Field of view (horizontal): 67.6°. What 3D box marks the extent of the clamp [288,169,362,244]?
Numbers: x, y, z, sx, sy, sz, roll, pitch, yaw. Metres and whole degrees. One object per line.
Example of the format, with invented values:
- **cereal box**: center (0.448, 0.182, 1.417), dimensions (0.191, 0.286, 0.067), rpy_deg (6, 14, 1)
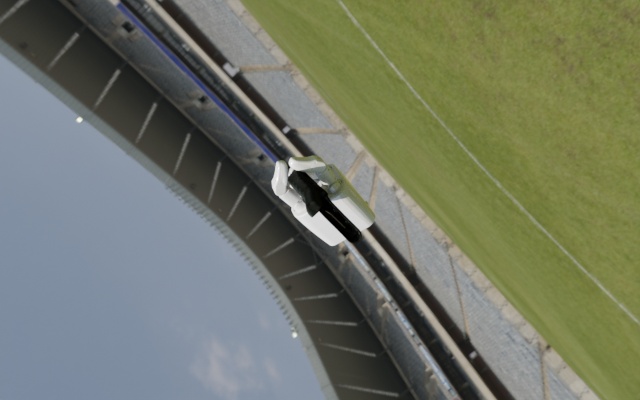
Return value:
- **clamp**: center (0.000, 0.003, 0.762), dimensions (0.120, 0.039, 0.171), rpy_deg (44, 8, -35)
